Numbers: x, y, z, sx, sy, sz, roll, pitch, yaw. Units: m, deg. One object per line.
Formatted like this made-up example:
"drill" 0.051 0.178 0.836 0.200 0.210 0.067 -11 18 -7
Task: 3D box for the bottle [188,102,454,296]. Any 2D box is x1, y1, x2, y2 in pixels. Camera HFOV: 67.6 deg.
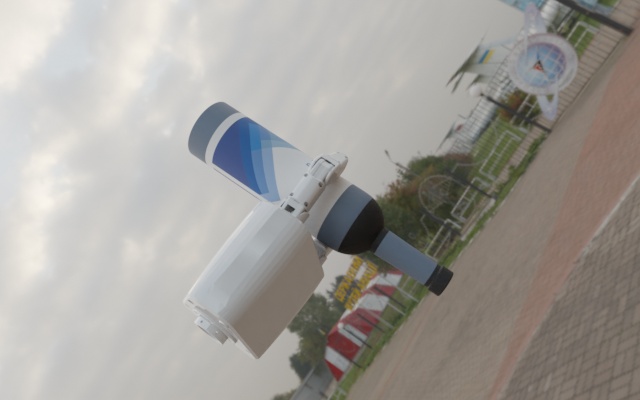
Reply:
"bottle" 0.000 0.001 0.487 0.295 0.069 0.069 33 7 11
